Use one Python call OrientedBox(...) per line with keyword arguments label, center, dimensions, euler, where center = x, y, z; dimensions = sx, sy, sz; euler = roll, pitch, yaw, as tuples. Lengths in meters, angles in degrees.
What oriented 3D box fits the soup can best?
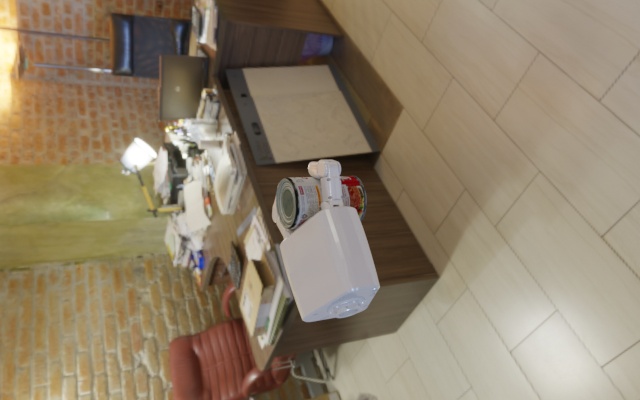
OrientedBox(label="soup can", center=(0.000, 0.002, 0.632), dimensions=(0.102, 0.068, 0.068), euler=(-3, 1, -27))
